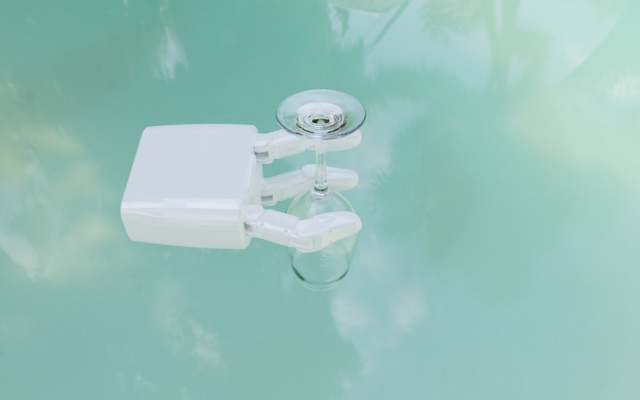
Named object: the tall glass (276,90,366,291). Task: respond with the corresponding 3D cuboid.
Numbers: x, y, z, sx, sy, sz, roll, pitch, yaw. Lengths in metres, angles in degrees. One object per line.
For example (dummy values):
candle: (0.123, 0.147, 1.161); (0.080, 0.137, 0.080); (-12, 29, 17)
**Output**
tall glass: (0.000, 0.001, 0.457); (0.079, 0.201, 0.079); (0, 42, 0)
